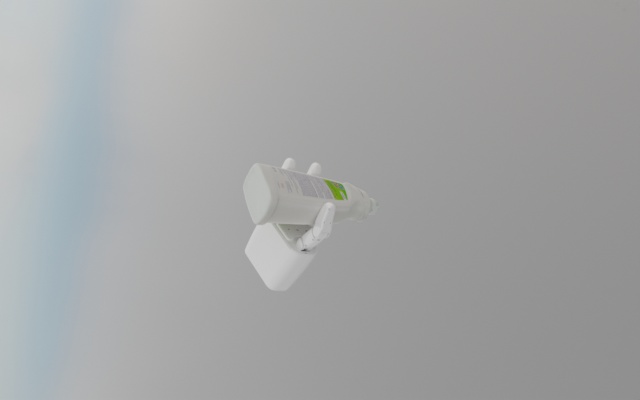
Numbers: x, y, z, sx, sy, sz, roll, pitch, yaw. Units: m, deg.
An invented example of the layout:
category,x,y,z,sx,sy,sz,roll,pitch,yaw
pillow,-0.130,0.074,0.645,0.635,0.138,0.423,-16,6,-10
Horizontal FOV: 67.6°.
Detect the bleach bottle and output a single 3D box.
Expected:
category,x,y,z,sx,sy,sz,roll,pitch,yaw
bleach bottle,0.000,0.003,0.809,0.251,0.068,0.102,9,40,-34
